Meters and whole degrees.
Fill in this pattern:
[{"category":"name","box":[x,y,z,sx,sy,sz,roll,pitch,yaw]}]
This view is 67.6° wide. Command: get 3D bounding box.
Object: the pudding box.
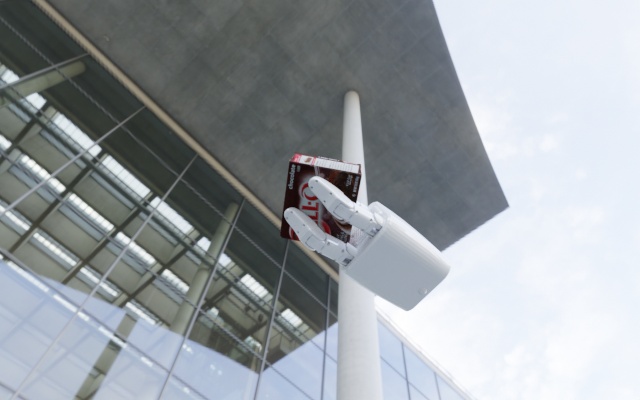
[{"category":"pudding box","box":[0.000,0.002,0.605,0.090,0.113,0.039,10,25,2]}]
